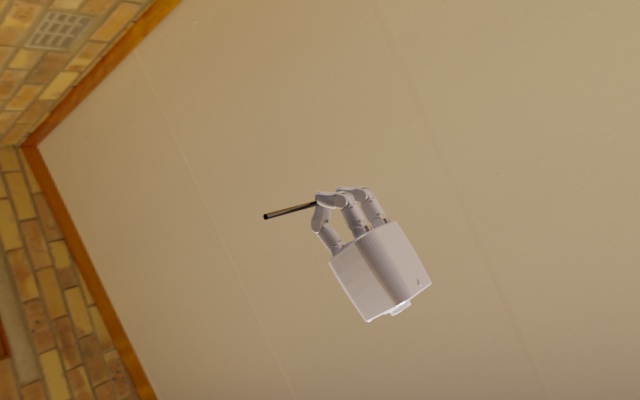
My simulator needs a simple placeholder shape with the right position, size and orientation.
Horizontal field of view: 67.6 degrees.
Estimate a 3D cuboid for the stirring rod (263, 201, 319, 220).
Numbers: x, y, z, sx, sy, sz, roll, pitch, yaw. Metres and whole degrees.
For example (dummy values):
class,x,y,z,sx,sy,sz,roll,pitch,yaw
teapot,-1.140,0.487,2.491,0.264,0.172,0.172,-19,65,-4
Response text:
class,x,y,z,sx,sy,sz,roll,pitch,yaw
stirring rod,0.000,0.002,0.702,0.011,0.011,0.239,0,9,36
